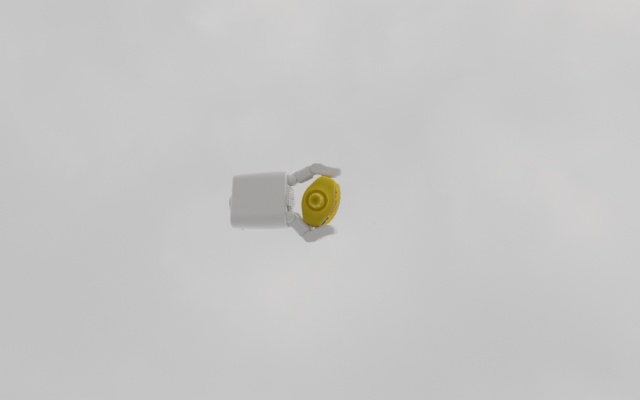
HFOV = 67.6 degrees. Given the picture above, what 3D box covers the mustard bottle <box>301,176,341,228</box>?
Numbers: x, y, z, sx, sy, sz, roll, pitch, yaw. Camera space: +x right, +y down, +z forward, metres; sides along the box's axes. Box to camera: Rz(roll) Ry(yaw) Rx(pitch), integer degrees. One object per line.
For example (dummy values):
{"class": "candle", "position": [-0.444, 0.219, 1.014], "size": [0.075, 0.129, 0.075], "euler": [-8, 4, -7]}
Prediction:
{"class": "mustard bottle", "position": [0.001, 0.003, 0.897], "size": [0.058, 0.096, 0.191], "euler": [22, 0, 7]}
